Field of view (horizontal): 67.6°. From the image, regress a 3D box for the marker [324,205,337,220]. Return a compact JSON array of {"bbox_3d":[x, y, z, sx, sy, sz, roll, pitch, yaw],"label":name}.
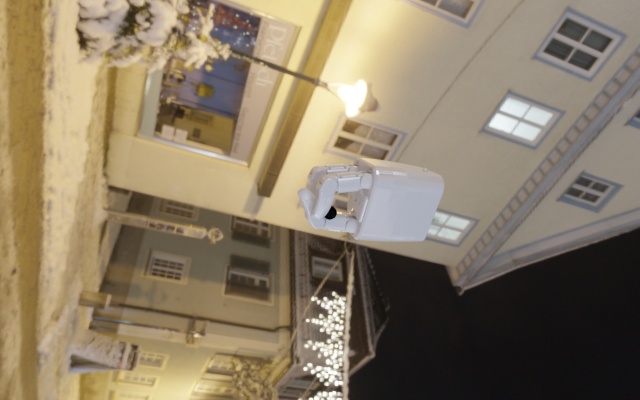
[{"bbox_3d":[0.000,0.002,0.688,0.020,0.020,0.121,0,15,-15],"label":"marker"}]
